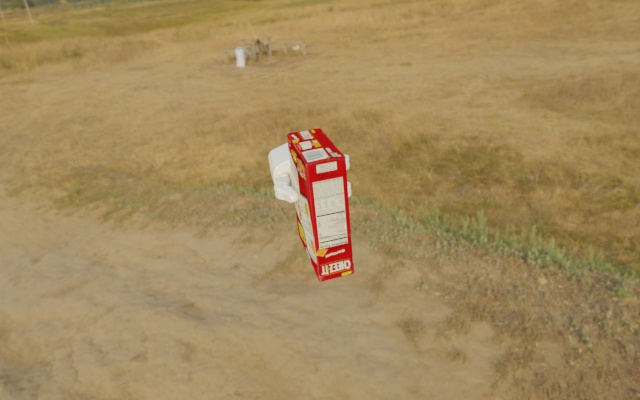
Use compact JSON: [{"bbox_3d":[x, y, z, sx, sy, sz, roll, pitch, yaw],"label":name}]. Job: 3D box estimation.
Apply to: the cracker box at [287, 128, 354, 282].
[{"bbox_3d":[0.000,0.003,0.819,0.072,0.214,0.164,-11,26,-10],"label":"cracker box"}]
